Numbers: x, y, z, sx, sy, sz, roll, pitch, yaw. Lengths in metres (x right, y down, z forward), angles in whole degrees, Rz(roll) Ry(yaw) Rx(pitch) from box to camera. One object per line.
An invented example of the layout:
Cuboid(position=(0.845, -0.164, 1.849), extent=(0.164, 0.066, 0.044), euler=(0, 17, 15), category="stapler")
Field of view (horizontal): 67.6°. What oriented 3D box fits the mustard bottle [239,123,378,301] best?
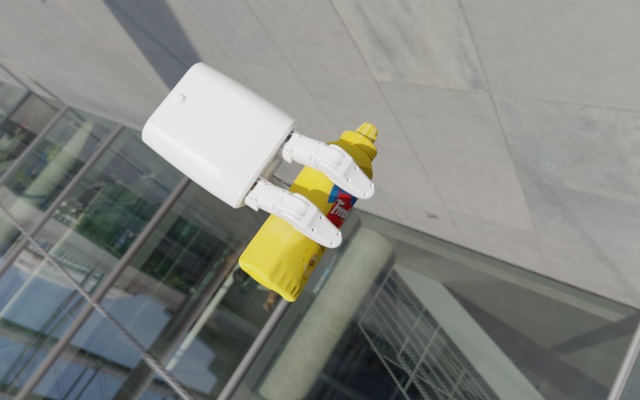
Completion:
Cuboid(position=(0.000, 0.002, 0.469), extent=(0.058, 0.191, 0.096), euler=(27, -16, 23), category="mustard bottle")
